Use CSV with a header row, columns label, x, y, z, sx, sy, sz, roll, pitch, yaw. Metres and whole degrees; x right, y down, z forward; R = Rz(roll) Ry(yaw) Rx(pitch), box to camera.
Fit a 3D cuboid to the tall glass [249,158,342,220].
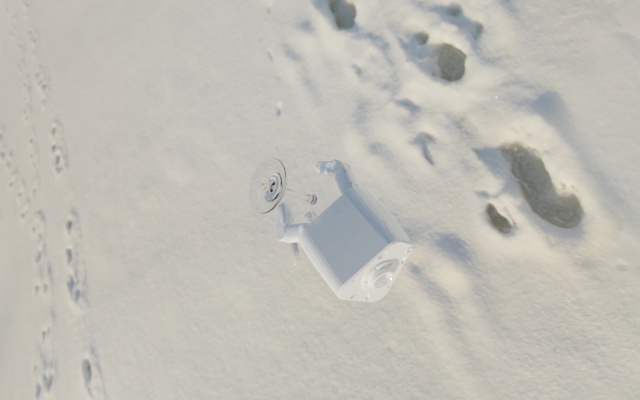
label,x,y,z,sx,sy,sz,roll,pitch,yaw
tall glass,0.000,0.002,0.685,0.079,0.079,0.201,0,-12,45
